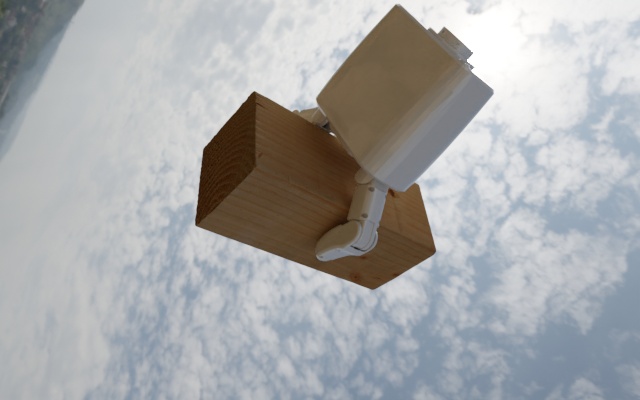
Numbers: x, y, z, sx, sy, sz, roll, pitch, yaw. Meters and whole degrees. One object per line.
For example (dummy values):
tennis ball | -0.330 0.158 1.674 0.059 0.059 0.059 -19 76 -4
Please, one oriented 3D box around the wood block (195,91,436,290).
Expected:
wood block | 0.000 0.002 0.443 0.206 0.090 0.090 25 -47 -33
